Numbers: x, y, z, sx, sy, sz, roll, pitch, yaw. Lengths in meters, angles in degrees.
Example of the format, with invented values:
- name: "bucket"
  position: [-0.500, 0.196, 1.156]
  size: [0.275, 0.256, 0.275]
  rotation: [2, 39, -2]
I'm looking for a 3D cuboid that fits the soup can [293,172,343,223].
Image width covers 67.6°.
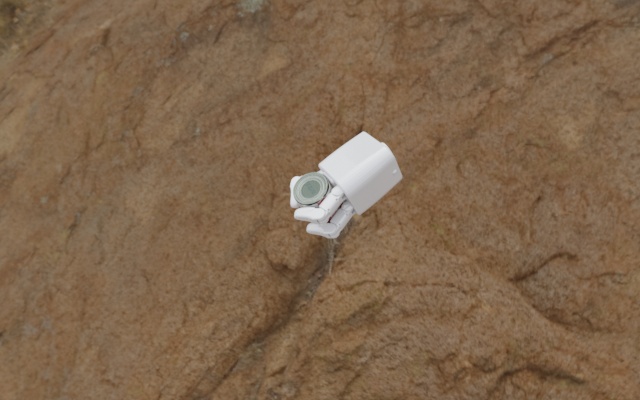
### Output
- name: "soup can"
  position: [0.000, 0.003, 0.858]
  size: [0.068, 0.068, 0.102]
  rotation: [0, -29, 23]
